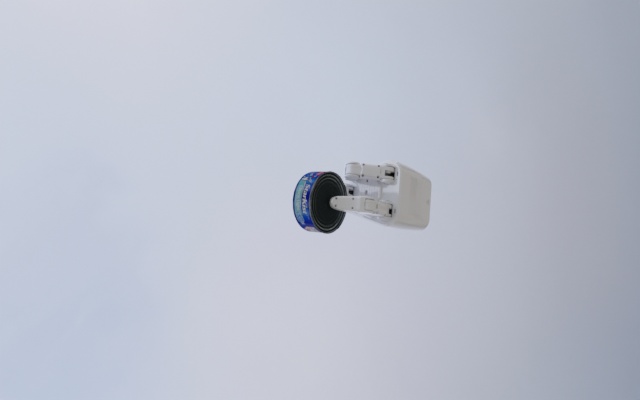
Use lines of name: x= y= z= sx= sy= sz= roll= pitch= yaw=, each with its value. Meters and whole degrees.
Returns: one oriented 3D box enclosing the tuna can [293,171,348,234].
tuna can: x=0.000 y=0.002 z=0.661 sx=0.034 sy=0.086 sz=0.086 roll=3 pitch=2 yaw=37
